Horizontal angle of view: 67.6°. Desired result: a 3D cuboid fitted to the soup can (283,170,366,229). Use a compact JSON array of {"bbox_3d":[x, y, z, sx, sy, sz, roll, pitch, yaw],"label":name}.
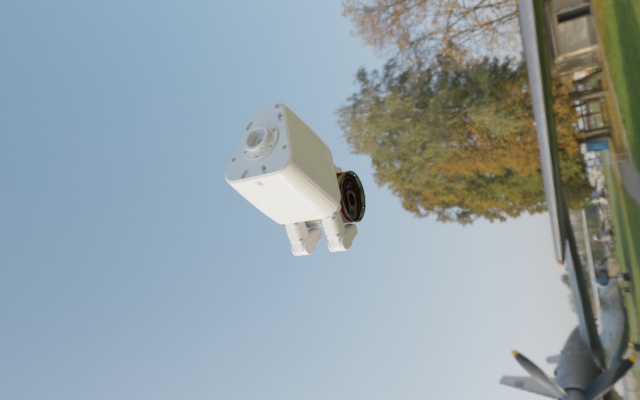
[{"bbox_3d":[0.000,0.002,0.638,0.102,0.068,0.068,-10,-5,29],"label":"soup can"}]
